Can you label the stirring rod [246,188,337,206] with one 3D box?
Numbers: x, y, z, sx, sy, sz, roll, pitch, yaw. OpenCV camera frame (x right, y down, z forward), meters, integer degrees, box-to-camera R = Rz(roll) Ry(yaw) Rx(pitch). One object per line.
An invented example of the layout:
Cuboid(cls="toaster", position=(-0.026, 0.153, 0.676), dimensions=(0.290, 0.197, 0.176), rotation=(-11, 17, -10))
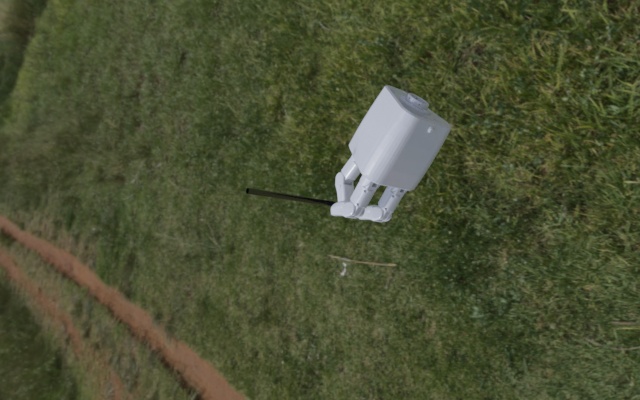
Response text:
Cuboid(cls="stirring rod", position=(0.000, 0.002, 0.697), dimensions=(0.239, 0.011, 0.011), rotation=(9, -5, -36))
